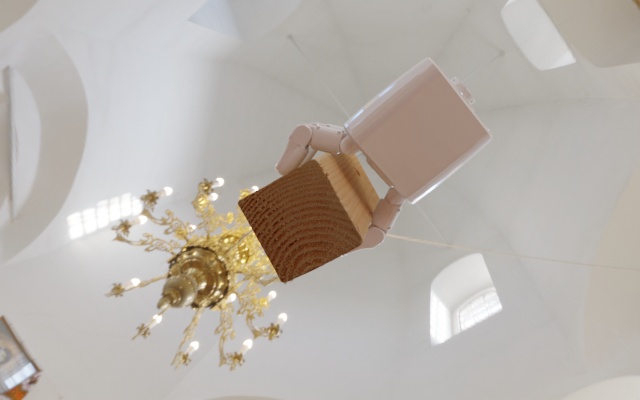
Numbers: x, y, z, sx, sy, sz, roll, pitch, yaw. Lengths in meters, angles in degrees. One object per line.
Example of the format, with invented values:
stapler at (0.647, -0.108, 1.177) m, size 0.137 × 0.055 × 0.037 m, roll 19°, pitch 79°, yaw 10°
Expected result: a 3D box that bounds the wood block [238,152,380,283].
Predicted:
wood block at (0.001, 0.002, 0.530) m, size 0.090 × 0.091 × 0.206 m, roll -28°, pitch 4°, yaw 15°
